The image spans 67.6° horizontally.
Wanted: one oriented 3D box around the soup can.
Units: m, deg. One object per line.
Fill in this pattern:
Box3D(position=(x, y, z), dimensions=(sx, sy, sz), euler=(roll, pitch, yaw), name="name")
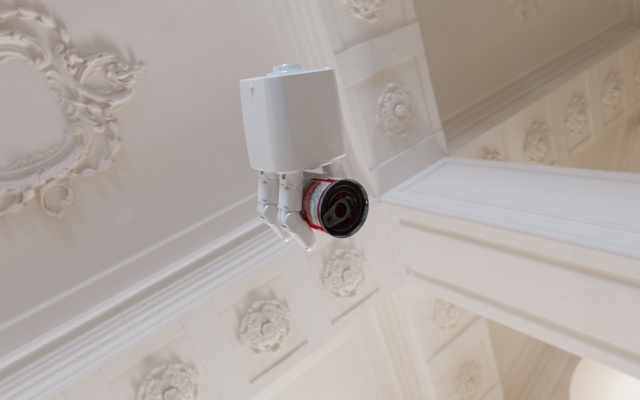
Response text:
Box3D(position=(0.000, 0.002, 0.574), dimensions=(0.068, 0.068, 0.102), euler=(0, 9, -34), name="soup can")
